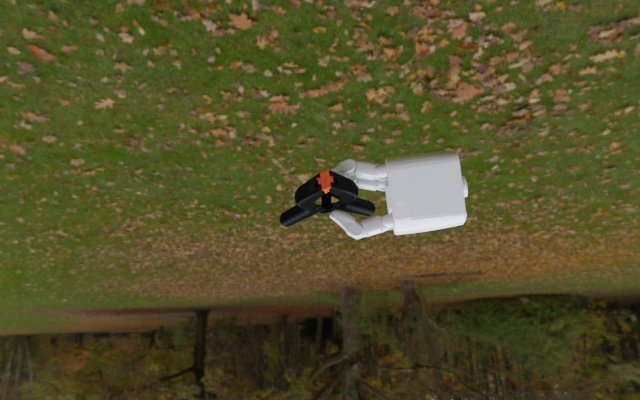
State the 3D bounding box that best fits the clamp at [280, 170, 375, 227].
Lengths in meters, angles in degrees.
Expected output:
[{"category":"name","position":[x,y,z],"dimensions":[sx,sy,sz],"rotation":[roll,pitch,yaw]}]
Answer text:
[{"category":"clamp","position":[0.000,0.003,0.742],"dimensions":[0.164,0.036,0.210],"rotation":[-10,-16,6]}]
